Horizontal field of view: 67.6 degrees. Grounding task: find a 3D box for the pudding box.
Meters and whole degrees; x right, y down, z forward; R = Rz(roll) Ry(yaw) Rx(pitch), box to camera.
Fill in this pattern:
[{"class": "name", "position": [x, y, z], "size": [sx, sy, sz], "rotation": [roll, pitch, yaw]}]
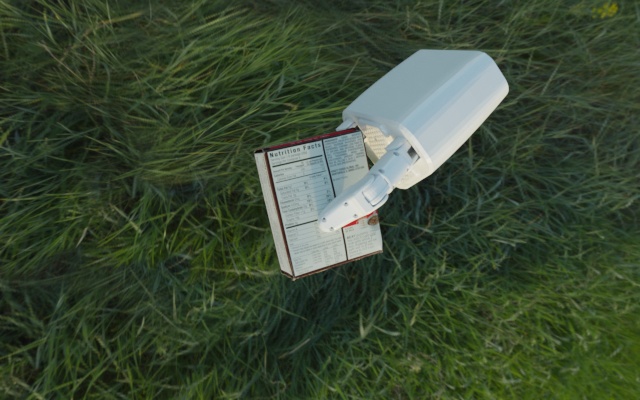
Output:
[{"class": "pudding box", "position": [0.000, 0.001, 0.411], "size": [0.090, 0.113, 0.039], "rotation": [-14, 7, -18]}]
